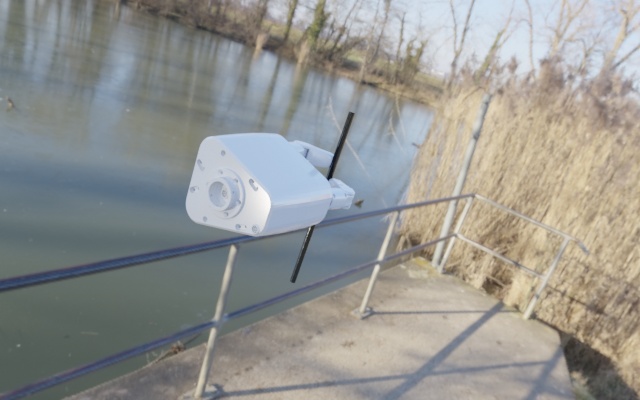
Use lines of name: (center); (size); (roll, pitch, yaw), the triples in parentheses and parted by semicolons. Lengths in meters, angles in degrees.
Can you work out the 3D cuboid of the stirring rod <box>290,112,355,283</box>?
stirring rod: (0.000, 0.002, 0.614); (0.011, 0.239, 0.011); (18, 18, -6)
